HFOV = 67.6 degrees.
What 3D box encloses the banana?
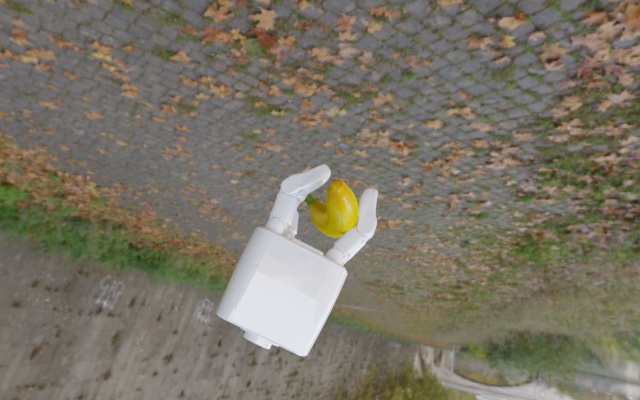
[{"bbox_3d":[0.013,0.015,0.579,0.069,0.037,0.198,43,-12,-7],"label":"banana"}]
